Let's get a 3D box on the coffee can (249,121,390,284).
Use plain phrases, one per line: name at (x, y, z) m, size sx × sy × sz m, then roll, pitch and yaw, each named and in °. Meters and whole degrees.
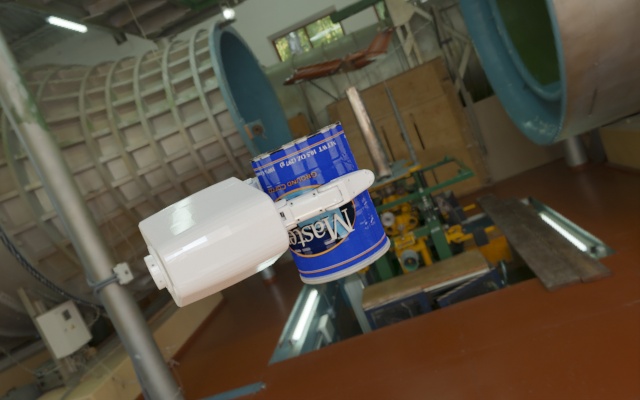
coffee can at (0.000, 0.002, 0.503) m, size 0.103 × 0.140 × 0.103 m, roll -23°, pitch 8°, yaw 3°
